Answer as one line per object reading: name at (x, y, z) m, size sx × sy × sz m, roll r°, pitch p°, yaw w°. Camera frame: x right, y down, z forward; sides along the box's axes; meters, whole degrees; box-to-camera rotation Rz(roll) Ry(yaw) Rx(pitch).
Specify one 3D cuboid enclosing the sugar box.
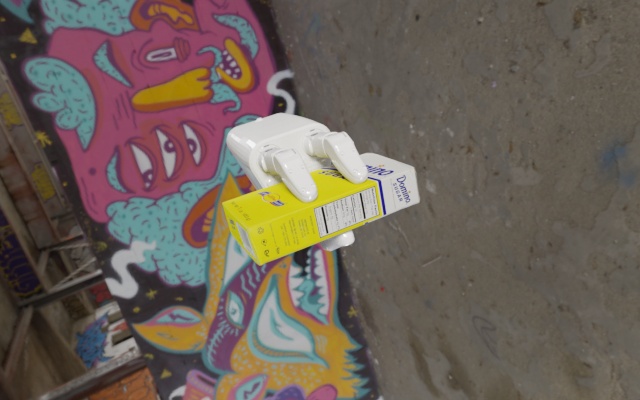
sugar box at (0.000, 0.001, 0.479) m, size 0.176 × 0.048 × 0.093 m, roll -23°, pitch 24°, yaw -19°
